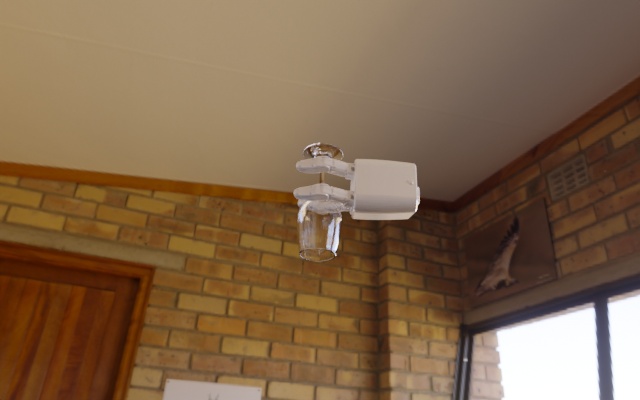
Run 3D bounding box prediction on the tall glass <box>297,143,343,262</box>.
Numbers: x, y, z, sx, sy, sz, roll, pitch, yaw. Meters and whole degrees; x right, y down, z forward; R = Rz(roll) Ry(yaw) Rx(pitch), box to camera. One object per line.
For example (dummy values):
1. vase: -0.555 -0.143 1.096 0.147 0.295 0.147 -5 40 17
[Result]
1. tall glass: 0.000 0.002 0.837 0.079 0.201 0.079 3 -27 1
